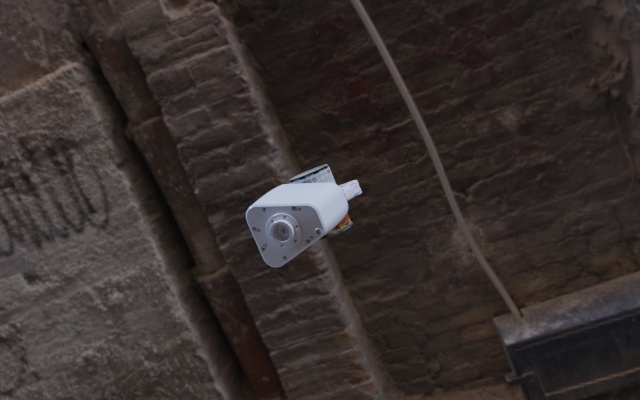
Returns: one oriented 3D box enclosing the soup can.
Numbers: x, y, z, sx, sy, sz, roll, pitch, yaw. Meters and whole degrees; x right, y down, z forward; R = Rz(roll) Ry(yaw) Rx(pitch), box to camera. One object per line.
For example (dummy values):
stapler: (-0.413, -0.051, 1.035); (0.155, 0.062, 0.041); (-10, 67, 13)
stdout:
soup can: (0.000, 0.002, 0.750); (0.068, 0.102, 0.068); (-22, 7, 3)
